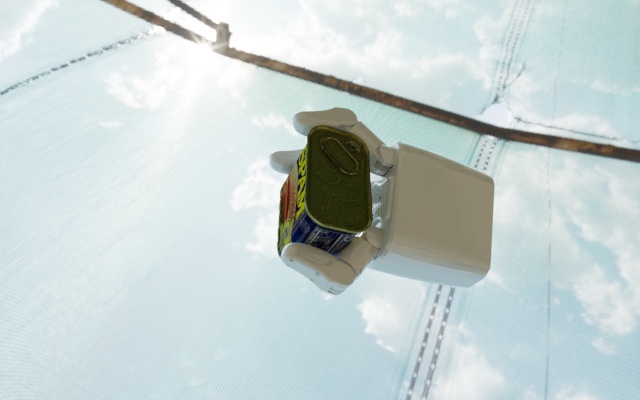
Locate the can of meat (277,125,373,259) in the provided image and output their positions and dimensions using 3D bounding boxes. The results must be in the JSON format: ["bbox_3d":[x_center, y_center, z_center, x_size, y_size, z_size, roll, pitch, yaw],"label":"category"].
[{"bbox_3d":[0.000,0.002,0.415,0.057,0.102,0.084,14,-37,-18],"label":"can of meat"}]
